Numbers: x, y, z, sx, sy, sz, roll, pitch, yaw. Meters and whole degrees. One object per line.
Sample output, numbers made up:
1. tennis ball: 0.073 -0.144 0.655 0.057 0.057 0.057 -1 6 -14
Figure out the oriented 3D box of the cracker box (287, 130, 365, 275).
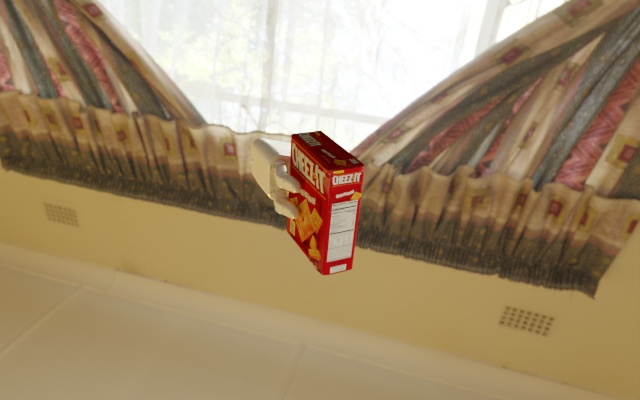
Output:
1. cracker box: 0.000 0.003 0.867 0.072 0.214 0.164 -11 33 -25
